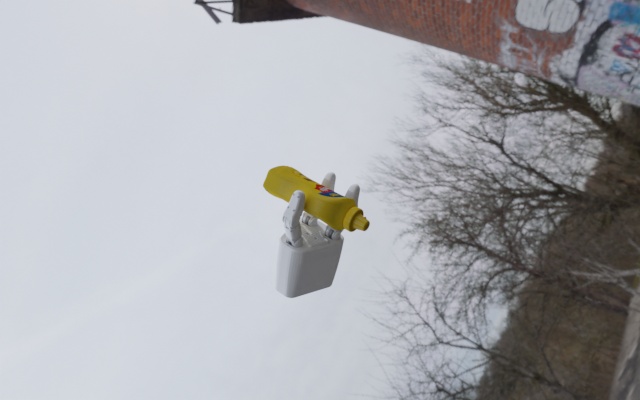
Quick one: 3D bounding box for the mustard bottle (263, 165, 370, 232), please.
[{"bbox_3d":[0.000,0.002,0.801,0.191,0.058,0.096,29,9,30],"label":"mustard bottle"}]
